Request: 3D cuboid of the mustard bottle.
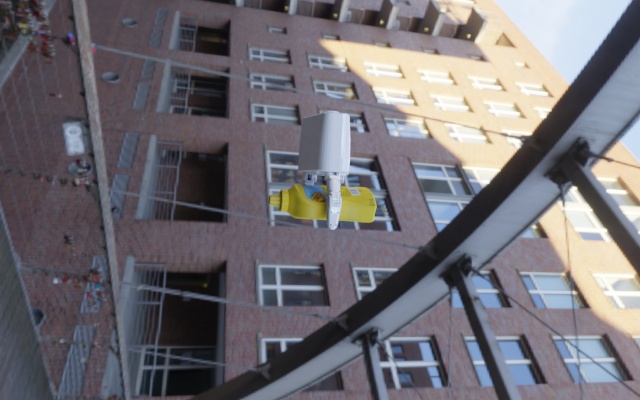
[{"bbox_3d":[0.000,0.003,0.886,0.191,0.058,0.096,3,25,-14],"label":"mustard bottle"}]
